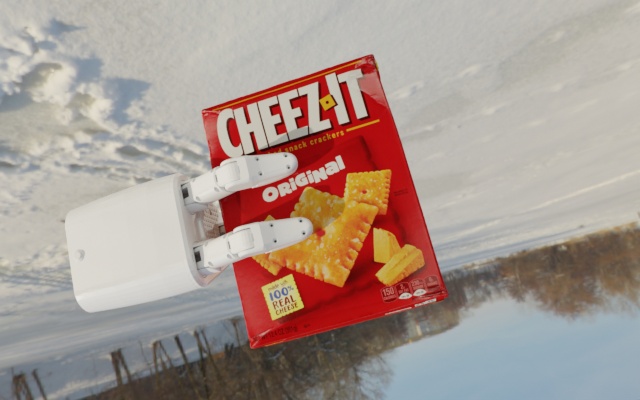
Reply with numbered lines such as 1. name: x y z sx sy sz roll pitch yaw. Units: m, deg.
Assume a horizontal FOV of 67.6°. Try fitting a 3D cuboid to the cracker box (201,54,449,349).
1. cracker box: 0.000 0.002 0.418 0.164 0.213 0.072 -16 -13 7
